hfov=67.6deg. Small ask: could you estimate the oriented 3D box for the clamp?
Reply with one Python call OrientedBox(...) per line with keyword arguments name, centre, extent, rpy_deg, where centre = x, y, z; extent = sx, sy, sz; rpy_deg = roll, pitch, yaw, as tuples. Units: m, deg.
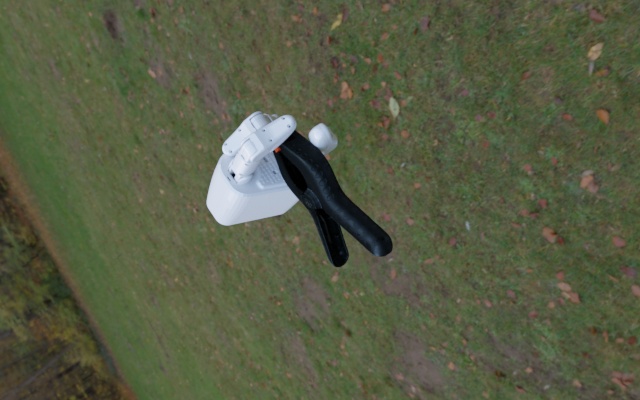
OrientedBox(name="clamp", centre=(0.000, 0.002, 0.516), extent=(0.039, 0.171, 0.120), rpy_deg=(-31, -9, -31))
